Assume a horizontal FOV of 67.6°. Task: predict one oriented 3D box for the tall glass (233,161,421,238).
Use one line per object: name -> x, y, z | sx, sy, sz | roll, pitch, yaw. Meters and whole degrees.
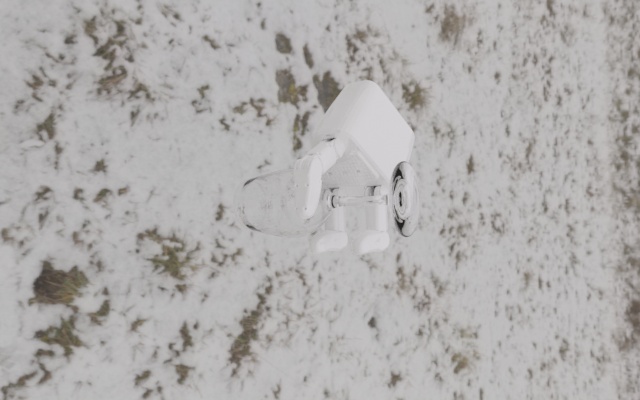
tall glass -> 0.001, 0.002, 0.517 | 0.201, 0.079, 0.079 | -2, -1, 32
